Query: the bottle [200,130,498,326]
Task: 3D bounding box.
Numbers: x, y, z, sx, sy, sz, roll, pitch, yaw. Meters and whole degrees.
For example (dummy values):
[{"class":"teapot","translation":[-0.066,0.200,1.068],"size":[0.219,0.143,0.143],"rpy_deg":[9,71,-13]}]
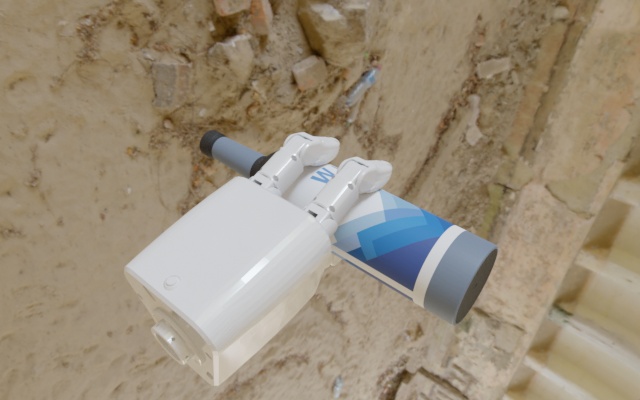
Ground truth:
[{"class":"bottle","translation":[0.000,0.001,0.418],"size":[0.295,0.069,0.069],"rpy_deg":[28,14,29]}]
